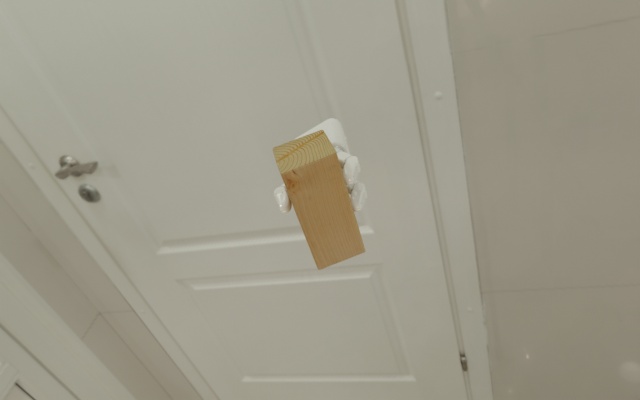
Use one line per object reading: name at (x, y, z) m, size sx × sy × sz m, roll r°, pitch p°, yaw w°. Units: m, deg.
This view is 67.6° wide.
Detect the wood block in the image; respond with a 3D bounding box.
wood block at (0.000, 0.002, 0.794) m, size 0.091 × 0.206 × 0.090 m, roll -21°, pitch 35°, yaw -2°
